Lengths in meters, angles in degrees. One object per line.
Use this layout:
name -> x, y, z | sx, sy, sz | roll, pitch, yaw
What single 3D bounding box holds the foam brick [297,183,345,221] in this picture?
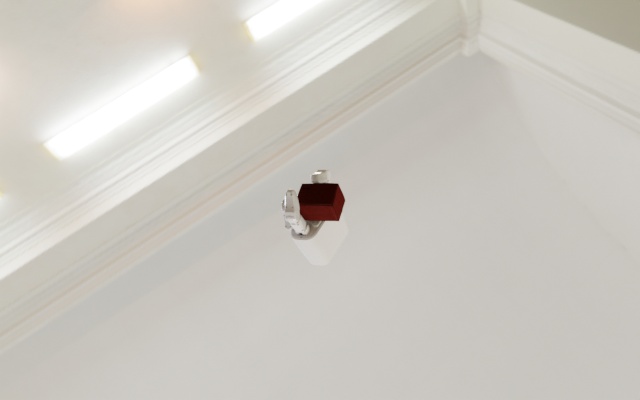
foam brick -> 0.000, 0.003, 0.895 | 0.078, 0.053, 0.051 | 1, -38, 24
